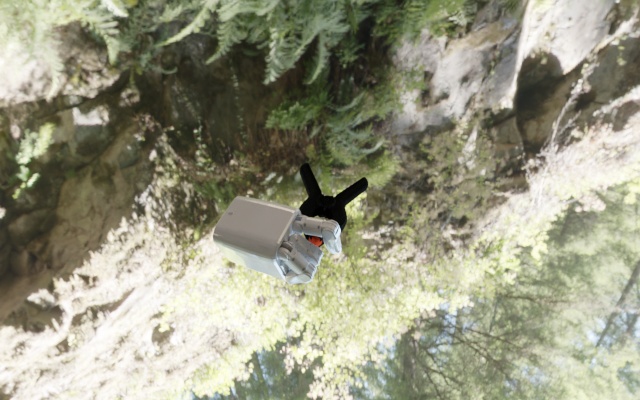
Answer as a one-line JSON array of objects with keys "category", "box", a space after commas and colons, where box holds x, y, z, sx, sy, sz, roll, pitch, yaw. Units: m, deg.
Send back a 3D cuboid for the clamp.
[{"category": "clamp", "box": [0.000, 0.003, 0.783, 0.120, 0.039, 0.171, 16, 45, 13]}]
